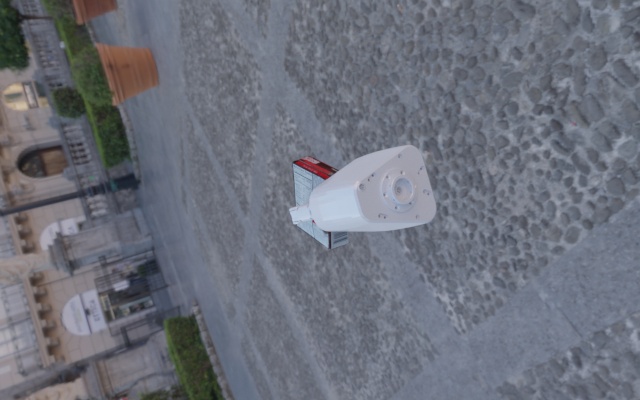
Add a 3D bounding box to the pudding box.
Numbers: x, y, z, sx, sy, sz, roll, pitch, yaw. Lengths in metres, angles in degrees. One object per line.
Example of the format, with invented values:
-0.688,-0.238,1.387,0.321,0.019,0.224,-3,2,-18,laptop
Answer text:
0.000,0.002,0.688,0.039,0.113,0.090,-17,30,-30,pudding box
